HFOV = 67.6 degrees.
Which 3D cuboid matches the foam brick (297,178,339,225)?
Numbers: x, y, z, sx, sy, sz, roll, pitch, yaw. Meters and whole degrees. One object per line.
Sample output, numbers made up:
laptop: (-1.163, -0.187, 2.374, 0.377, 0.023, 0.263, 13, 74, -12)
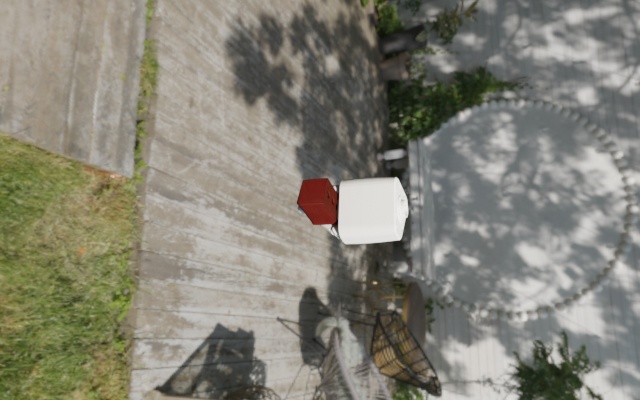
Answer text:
foam brick: (0.000, 0.003, 0.859, 0.051, 0.053, 0.078, -4, -33, 24)
